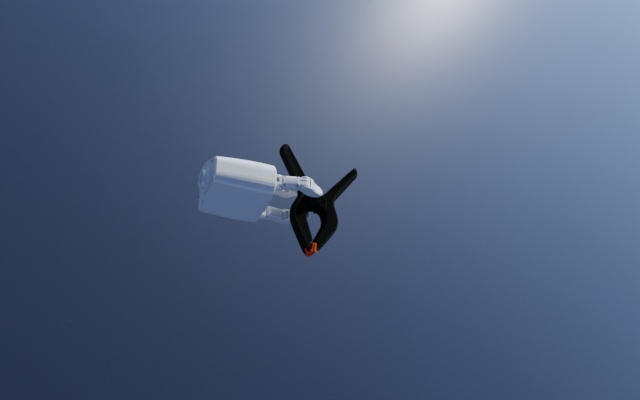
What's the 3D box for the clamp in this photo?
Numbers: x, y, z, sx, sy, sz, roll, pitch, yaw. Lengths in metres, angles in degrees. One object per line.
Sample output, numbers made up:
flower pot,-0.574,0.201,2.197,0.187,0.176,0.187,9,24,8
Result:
clamp,0.000,0.003,0.886,0.164,0.210,0.036,10,-27,-24
